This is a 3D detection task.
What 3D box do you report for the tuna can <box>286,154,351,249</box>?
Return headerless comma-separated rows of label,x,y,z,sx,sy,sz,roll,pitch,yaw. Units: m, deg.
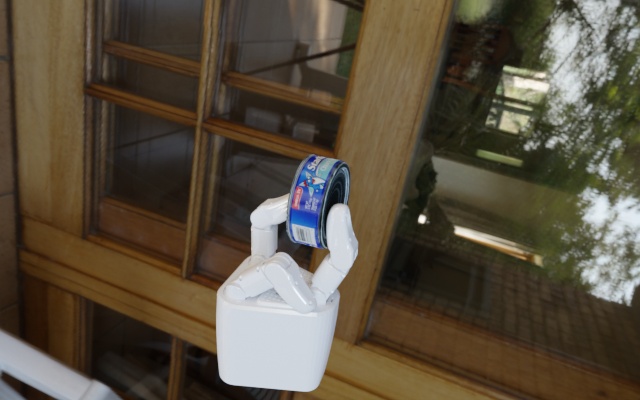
tuna can,0.001,0.002,0.449,0.034,0.086,0.086,12,4,17
